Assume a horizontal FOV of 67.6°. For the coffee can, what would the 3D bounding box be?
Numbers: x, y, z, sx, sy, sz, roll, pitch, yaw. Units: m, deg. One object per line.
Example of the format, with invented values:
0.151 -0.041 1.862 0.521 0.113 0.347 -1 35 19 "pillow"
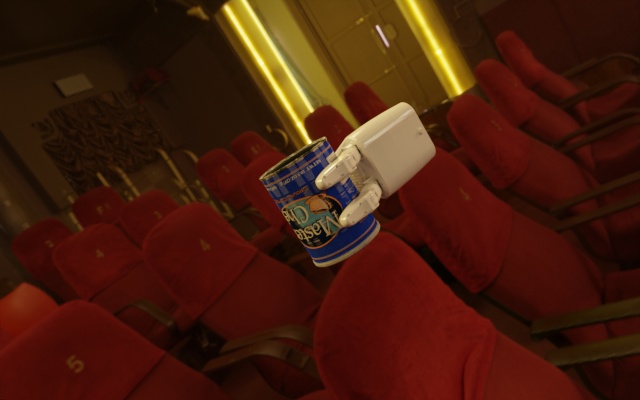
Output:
0.000 0.002 0.634 0.103 0.140 0.102 -31 11 7 "coffee can"
